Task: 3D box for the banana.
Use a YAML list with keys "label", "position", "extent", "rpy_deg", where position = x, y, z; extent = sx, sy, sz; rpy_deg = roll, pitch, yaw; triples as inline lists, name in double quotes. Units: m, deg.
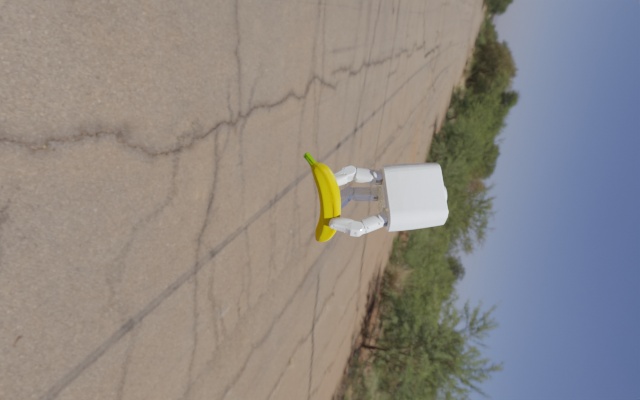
- label: "banana"
  position: [0.009, 0.009, 0.852]
  extent: [0.037, 0.198, 0.069]
  rpy_deg: [-22, 39, -22]
